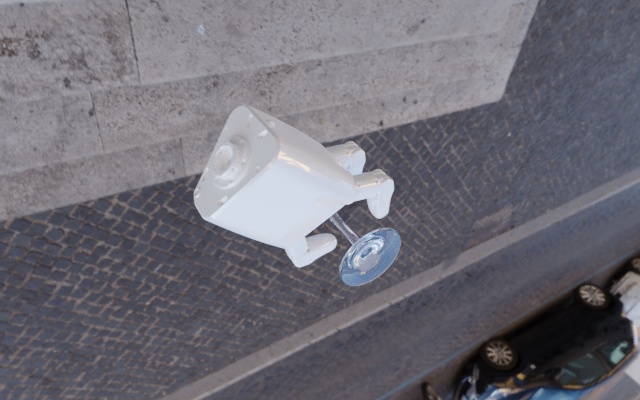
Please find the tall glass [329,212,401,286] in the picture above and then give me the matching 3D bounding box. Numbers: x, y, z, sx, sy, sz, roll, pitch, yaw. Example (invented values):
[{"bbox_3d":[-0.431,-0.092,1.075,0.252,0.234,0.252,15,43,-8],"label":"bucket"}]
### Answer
[{"bbox_3d":[0.000,0.002,0.542,0.079,0.079,0.201,0,34,-38],"label":"tall glass"}]
